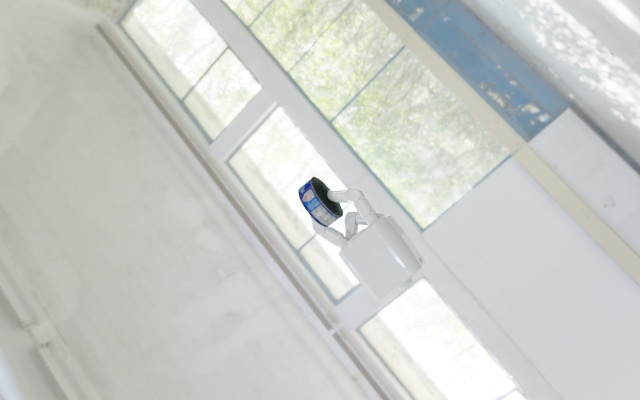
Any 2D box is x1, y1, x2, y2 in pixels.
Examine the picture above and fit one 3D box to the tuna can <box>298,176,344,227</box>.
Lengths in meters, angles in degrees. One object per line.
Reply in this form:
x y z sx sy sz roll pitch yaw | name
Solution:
0.000 0.003 0.819 0.034 0.086 0.086 -37 -13 17 | tuna can
